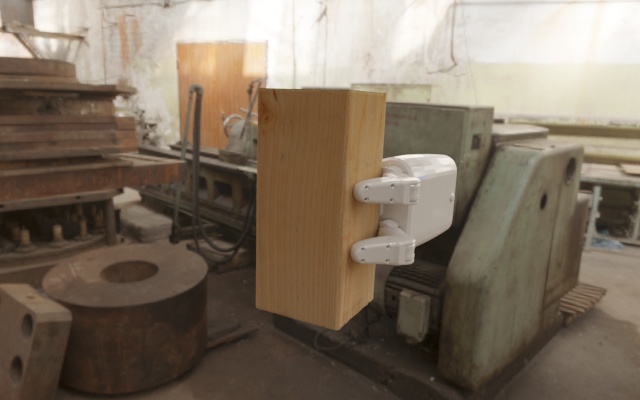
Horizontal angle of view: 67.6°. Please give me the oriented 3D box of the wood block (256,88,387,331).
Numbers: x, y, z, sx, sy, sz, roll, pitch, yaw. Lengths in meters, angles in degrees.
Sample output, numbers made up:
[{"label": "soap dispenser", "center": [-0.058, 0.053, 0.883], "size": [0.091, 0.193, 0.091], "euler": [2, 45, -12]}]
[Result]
[{"label": "wood block", "center": [0.000, 0.001, 0.452], "size": [0.091, 0.206, 0.090], "euler": [8, 14, 27]}]
